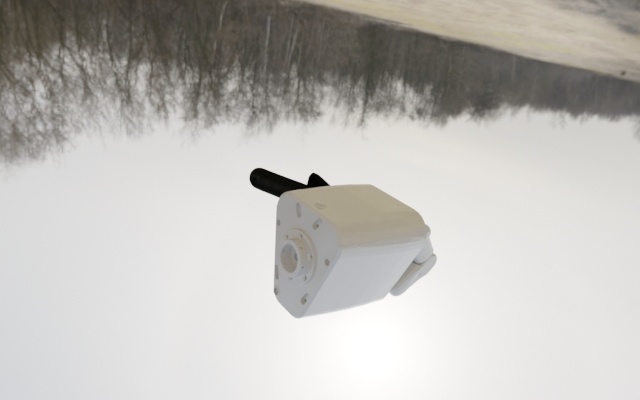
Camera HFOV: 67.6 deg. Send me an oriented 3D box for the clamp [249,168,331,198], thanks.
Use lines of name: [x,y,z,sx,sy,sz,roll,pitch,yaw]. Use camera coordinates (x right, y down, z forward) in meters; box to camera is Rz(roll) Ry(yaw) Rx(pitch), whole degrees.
clamp: [0.000,0.002,0.548,0.120,0.039,0.171,-2,23,-42]
